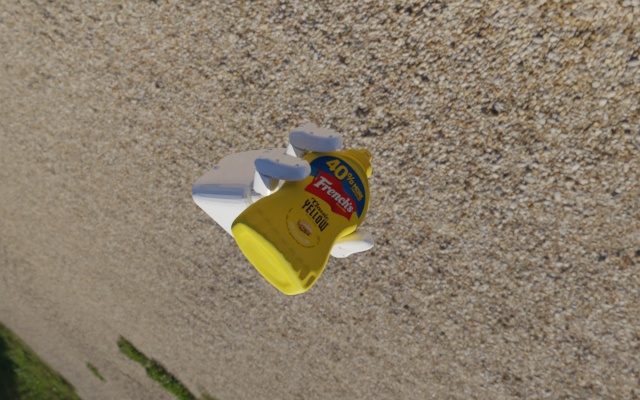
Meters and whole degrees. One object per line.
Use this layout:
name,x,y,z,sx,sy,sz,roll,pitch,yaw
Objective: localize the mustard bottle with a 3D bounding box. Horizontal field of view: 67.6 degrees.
mustard bottle,0.000,0.002,0.505,0.191,0.096,0.058,-47,11,-37
